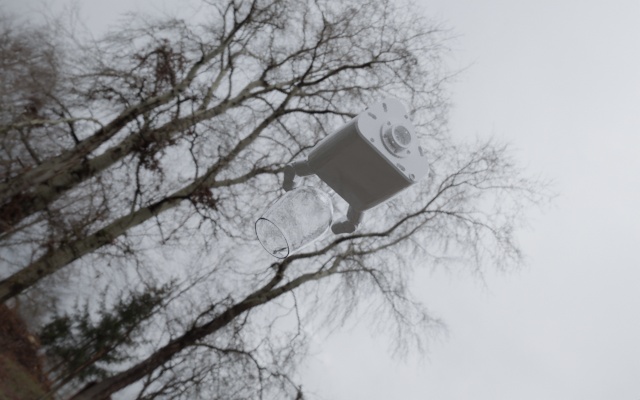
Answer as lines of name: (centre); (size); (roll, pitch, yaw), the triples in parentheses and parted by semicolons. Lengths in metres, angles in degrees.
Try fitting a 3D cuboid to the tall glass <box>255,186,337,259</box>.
tall glass: (0.001, 0.002, 0.675); (0.079, 0.079, 0.201); (0, 29, 47)
